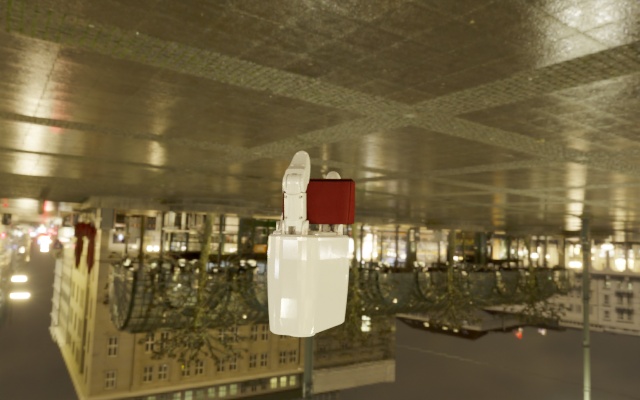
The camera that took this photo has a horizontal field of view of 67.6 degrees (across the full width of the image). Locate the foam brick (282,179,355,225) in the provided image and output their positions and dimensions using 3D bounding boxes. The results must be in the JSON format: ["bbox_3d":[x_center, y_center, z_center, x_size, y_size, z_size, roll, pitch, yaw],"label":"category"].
[{"bbox_3d":[0.000,0.002,0.553,0.078,0.051,0.053,1,-2,11],"label":"foam brick"}]
